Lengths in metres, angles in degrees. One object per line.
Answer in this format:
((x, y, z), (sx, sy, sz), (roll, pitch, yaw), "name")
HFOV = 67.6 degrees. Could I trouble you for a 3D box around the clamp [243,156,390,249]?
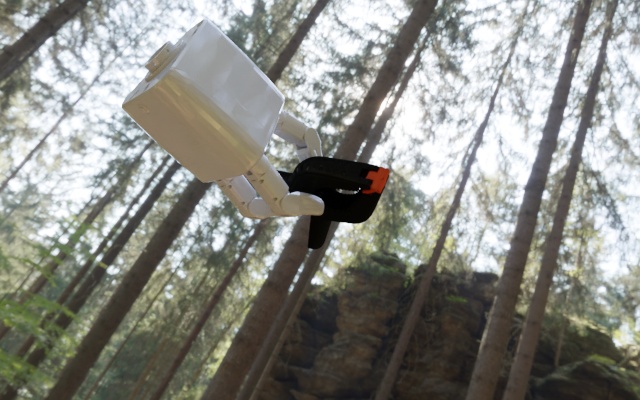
((0.001, 0.001, 0.528), (0.210, 0.036, 0.165), (-7, -42, 47), "clamp")
